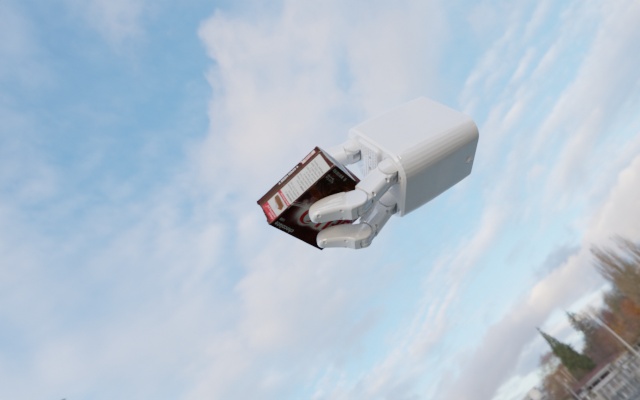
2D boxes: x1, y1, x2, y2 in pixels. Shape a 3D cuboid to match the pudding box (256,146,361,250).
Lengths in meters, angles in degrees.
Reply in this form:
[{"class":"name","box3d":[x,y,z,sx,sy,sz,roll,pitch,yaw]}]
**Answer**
[{"class":"pudding box","box3d":[0.000,0.002,0.514,0.113,0.090,0.039,34,16,-53]}]
